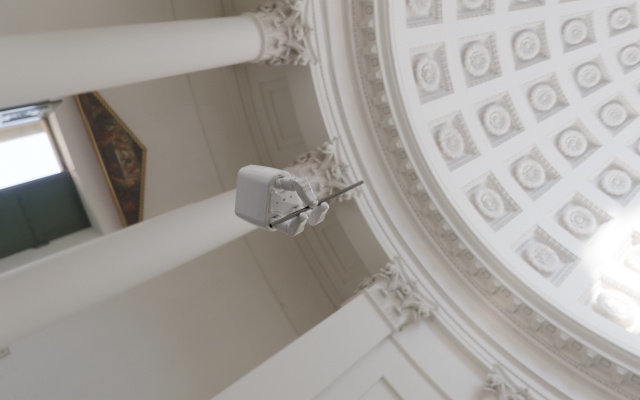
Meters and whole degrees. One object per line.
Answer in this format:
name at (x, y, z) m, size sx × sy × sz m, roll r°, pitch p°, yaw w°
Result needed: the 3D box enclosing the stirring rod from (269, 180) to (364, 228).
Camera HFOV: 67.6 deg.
stirring rod at (0.000, 0.003, 0.876) m, size 0.239 × 0.011 × 0.011 m, roll -25°, pitch 17°, yaw -40°
